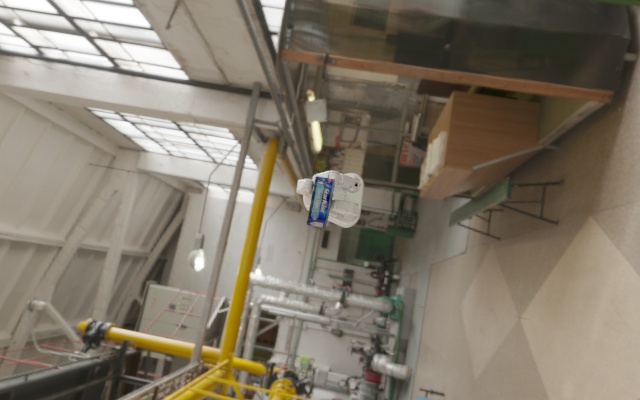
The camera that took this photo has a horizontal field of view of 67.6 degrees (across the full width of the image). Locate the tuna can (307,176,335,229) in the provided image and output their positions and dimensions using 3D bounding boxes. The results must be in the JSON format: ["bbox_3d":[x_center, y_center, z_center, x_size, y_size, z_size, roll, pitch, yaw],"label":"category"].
[{"bbox_3d":[0.000,0.003,0.806,0.034,0.086,0.086,11,0,-1],"label":"tuna can"}]
